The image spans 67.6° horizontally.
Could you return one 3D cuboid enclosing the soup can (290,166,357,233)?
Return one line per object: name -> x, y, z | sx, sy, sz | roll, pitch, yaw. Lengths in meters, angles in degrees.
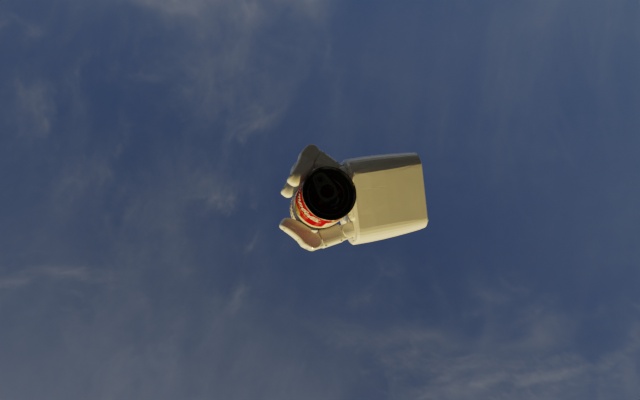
soup can -> 0.000, 0.002, 0.623 | 0.068, 0.068, 0.102 | 0, -13, -13
